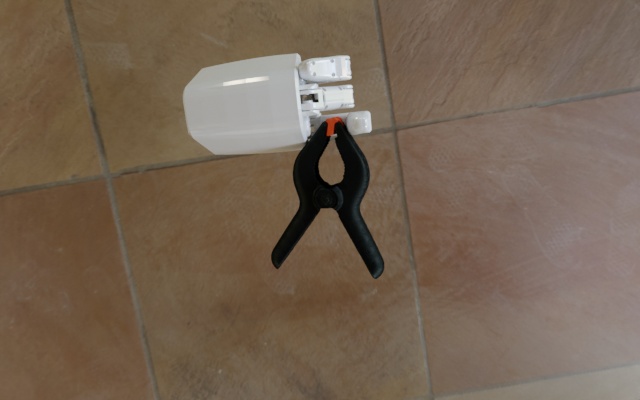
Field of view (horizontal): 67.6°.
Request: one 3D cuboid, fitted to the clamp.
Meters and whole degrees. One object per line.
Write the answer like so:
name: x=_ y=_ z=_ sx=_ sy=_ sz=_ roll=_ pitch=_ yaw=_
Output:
clamp: x=0.000 y=0.002 z=0.496 sx=0.120 sy=0.171 sz=0.039 roll=-5 pitch=8 yaw=5
